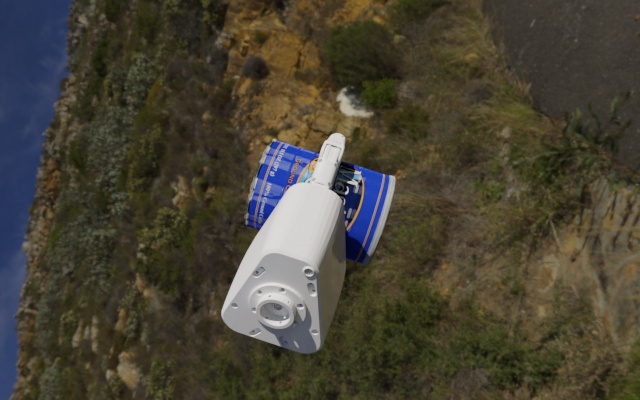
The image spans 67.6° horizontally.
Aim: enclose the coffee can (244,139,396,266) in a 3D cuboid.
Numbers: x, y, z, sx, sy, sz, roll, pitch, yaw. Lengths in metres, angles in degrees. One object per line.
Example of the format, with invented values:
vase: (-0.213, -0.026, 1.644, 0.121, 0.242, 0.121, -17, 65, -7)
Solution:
coffee can: (0.000, 0.002, 0.527, 0.140, 0.103, 0.103, 18, 0, 2)
